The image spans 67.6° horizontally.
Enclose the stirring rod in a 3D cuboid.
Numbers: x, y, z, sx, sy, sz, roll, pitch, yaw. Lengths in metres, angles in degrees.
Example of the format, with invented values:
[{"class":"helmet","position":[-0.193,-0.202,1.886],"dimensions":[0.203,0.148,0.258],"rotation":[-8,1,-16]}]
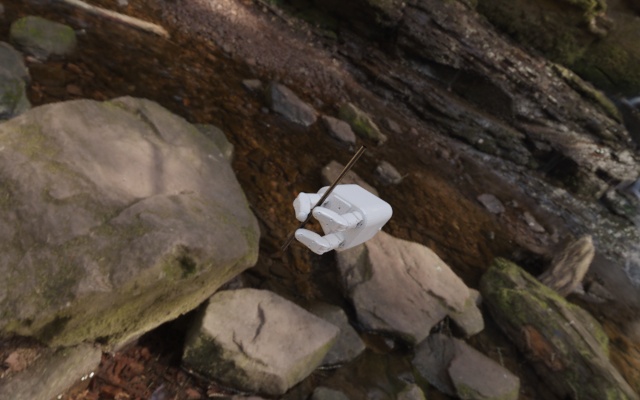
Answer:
[{"class":"stirring rod","position":[0.000,0.003,0.769],"dimensions":[0.011,0.011,0.240],"rotation":[0,-43,-49]}]
